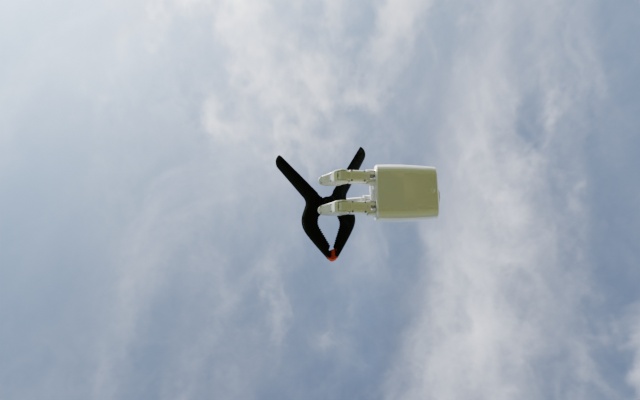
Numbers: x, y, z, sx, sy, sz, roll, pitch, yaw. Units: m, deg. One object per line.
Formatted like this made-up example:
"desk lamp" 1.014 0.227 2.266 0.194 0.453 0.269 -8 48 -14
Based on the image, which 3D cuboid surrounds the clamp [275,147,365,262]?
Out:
"clamp" 0.000 0.004 0.854 0.164 0.210 0.036 0 -15 0
